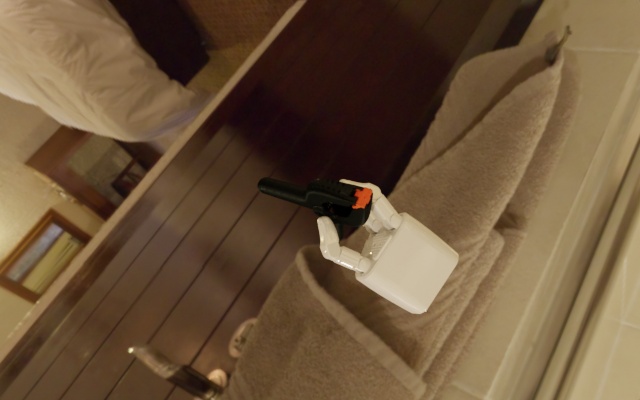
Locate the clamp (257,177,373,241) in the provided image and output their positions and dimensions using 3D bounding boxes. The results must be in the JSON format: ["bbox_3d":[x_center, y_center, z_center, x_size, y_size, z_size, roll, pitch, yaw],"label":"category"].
[{"bbox_3d":[0.000,0.003,0.676,0.164,0.036,0.210,32,-19,-13],"label":"clamp"}]
